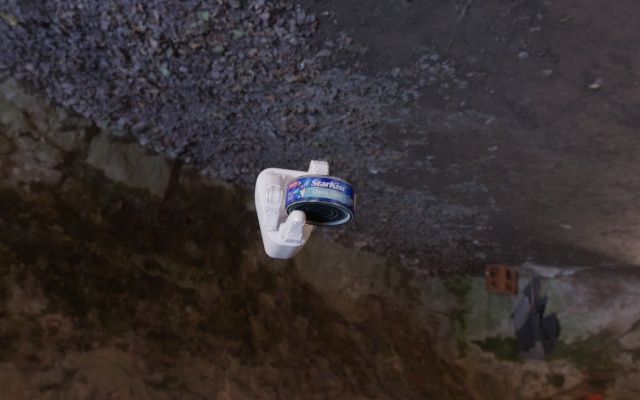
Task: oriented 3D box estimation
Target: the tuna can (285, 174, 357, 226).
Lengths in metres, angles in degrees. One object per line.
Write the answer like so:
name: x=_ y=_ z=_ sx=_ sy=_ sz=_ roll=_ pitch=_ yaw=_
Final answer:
tuna can: x=0.000 y=0.002 z=0.578 sx=0.086 sy=0.033 sz=0.086 roll=5 pitch=-23 yaw=2
